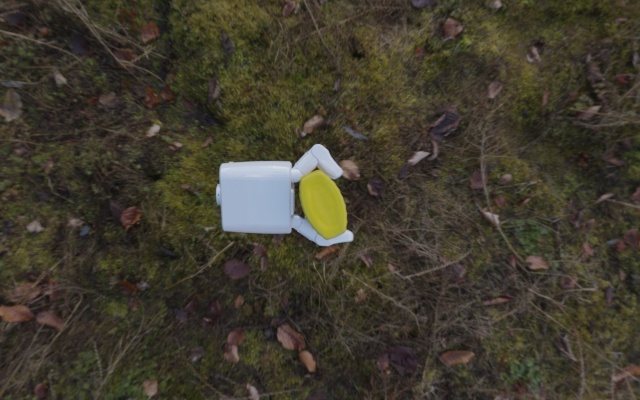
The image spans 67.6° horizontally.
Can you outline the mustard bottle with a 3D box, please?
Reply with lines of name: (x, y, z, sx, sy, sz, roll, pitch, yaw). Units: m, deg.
mustard bottle: (0.000, 0.002, 0.741, 0.058, 0.096, 0.191, -24, 4, -1)
